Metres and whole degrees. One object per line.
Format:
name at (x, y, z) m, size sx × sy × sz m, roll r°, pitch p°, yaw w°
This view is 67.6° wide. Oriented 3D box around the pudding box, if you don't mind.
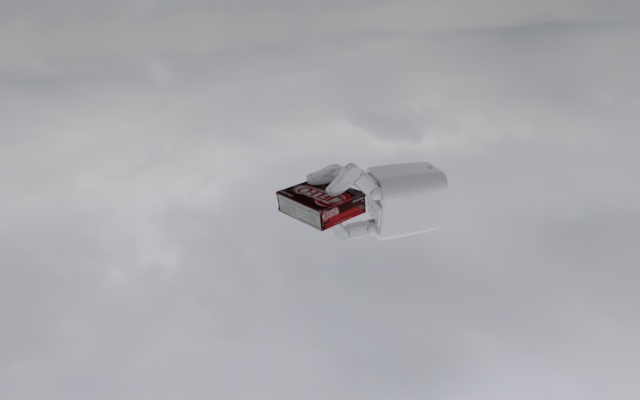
pudding box at (0.000, 0.003, 0.733) m, size 0.090 × 0.039 × 0.113 m, roll -20°, pitch 25°, yaw -35°
